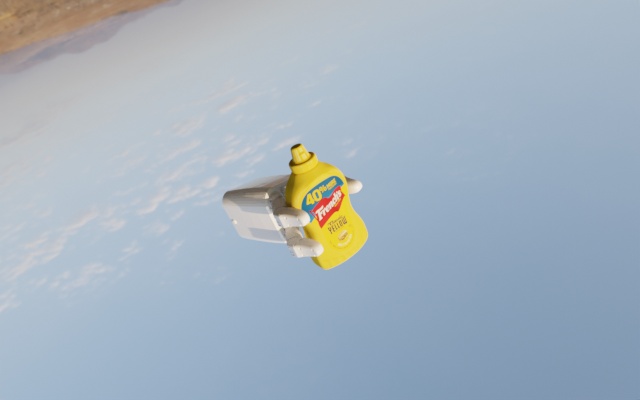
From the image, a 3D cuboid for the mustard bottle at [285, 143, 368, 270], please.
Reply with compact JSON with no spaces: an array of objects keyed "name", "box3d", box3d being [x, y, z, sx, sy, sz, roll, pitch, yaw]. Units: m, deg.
[{"name":"mustard bottle","box3d":[0.000,0.003,0.703,0.096,0.192,0.058,-34,29,-19]}]
